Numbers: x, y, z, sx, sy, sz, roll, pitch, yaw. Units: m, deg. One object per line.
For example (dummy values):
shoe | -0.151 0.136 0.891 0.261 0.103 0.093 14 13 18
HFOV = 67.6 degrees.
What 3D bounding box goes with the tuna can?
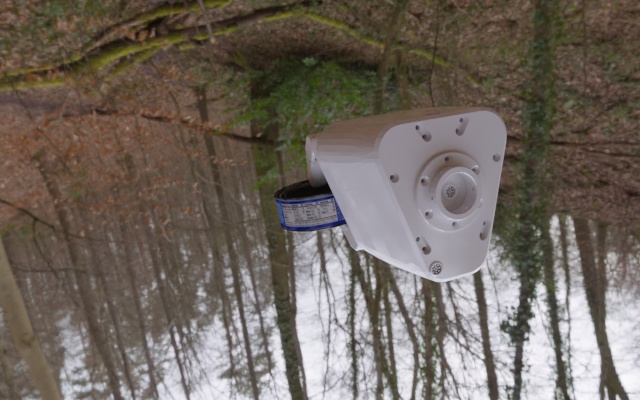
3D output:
tuna can | 0.000 0.002 0.464 0.086 0.034 0.086 -10 13 2
